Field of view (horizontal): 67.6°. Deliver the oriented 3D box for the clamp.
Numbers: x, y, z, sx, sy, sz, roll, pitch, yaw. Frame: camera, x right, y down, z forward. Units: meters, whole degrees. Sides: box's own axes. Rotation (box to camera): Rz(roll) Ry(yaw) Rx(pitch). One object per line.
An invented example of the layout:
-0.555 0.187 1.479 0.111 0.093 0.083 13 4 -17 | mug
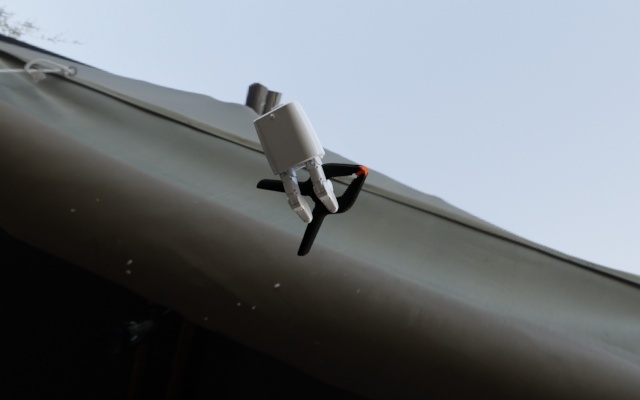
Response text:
0.001 0.002 0.875 0.210 0.164 0.036 -23 6 23 | clamp
